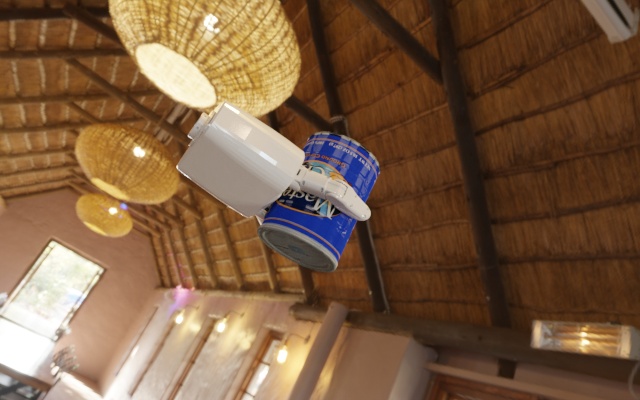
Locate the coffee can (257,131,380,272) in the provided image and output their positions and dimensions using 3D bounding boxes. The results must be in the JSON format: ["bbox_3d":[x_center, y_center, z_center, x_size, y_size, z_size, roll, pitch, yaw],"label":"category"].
[{"bbox_3d":[0.000,0.002,0.586,0.103,0.140,0.103,23,-23,10],"label":"coffee can"}]
